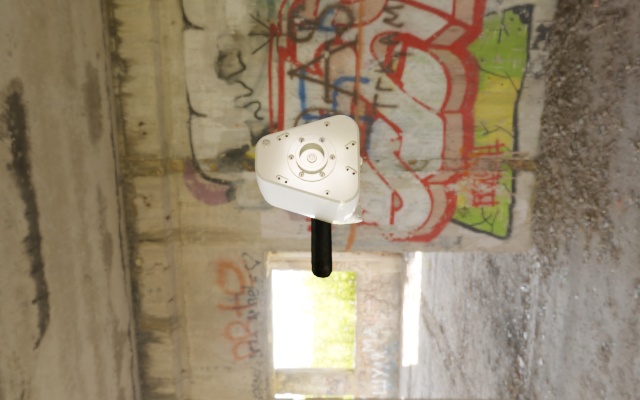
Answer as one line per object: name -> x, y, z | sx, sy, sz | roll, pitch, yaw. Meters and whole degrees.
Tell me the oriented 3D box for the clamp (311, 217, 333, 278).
clamp -> -0.001, 0.002, 0.647 | 0.036, 0.210, 0.164 | 0, -11, -2
